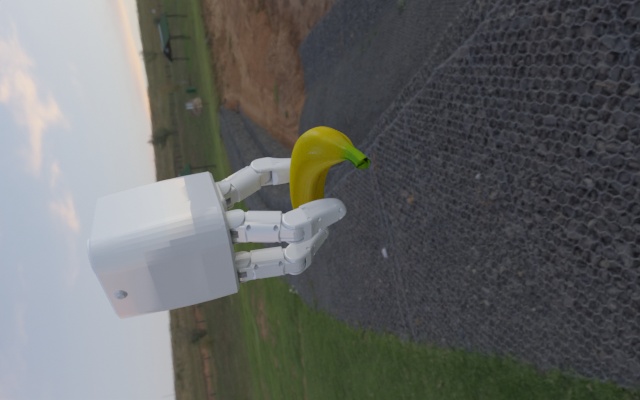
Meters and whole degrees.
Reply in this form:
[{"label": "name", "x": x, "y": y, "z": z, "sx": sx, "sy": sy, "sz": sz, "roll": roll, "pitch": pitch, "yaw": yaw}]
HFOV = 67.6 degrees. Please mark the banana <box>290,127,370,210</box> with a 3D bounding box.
[{"label": "banana", "x": -0.006, "y": -0.016, "z": 0.454, "sx": 0.037, "sy": 0.069, "sz": 0.198, "roll": -16, "pitch": -18, "yaw": -17}]
